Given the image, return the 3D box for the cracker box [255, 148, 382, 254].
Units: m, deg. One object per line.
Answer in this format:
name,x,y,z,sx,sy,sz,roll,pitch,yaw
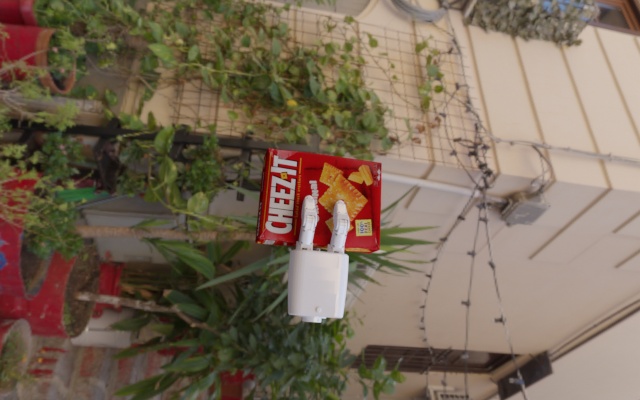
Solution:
cracker box,0.000,0.003,0.853,0.214,0.164,0.072,7,-13,-11
